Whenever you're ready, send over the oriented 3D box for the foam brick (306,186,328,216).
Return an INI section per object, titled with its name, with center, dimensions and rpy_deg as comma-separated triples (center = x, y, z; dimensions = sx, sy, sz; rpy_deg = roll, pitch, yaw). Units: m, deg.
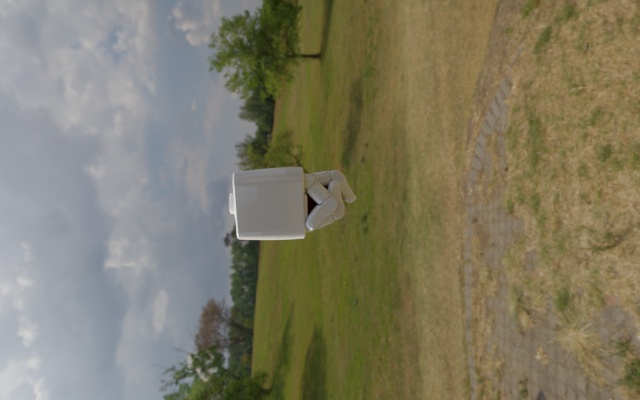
[foam brick]
center = 0.000, 0.003, 0.803
dimensions = 0.051, 0.053, 0.078
rpy_deg = -7, 1, -4
